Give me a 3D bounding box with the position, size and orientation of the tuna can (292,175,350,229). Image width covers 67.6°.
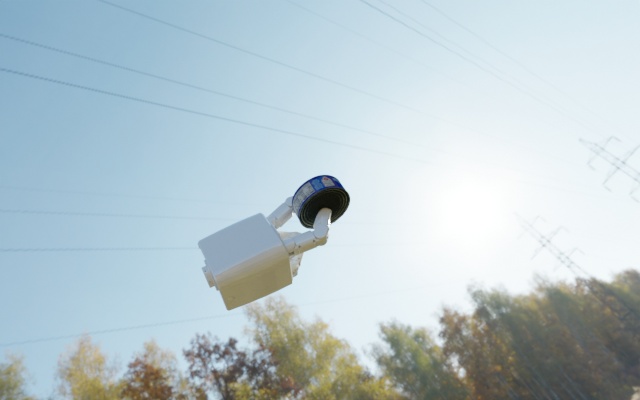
[{"bbox_3d":[0.000,0.002,0.729,0.086,0.086,0.033,0,42,-35],"label":"tuna can"}]
